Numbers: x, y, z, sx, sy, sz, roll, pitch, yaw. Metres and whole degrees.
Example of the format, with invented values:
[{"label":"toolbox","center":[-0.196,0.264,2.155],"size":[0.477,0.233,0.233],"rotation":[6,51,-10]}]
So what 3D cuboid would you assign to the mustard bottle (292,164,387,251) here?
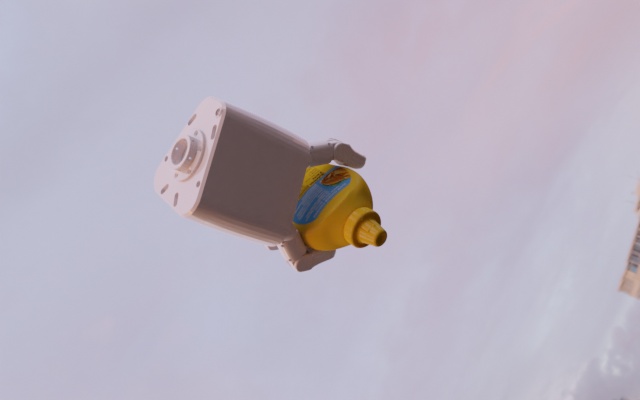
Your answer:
[{"label":"mustard bottle","center":[0.000,0.002,0.524],"size":[0.191,0.096,0.058],"rotation":[31,-19,45]}]
